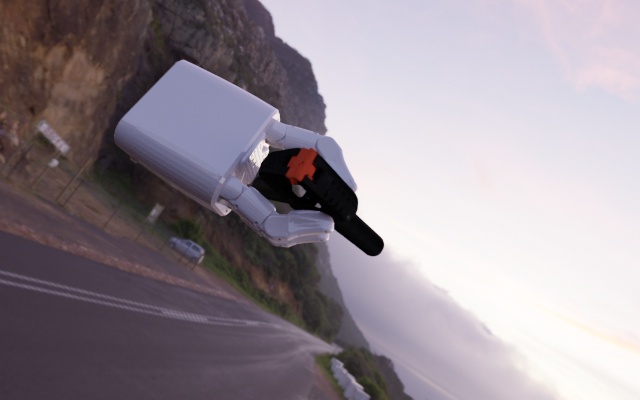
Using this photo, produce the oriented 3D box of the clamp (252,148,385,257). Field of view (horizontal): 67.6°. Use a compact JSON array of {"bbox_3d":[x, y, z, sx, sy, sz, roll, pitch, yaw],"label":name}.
[{"bbox_3d":[0.000,0.001,0.454,0.164,0.036,0.210,28,-11,2],"label":"clamp"}]
